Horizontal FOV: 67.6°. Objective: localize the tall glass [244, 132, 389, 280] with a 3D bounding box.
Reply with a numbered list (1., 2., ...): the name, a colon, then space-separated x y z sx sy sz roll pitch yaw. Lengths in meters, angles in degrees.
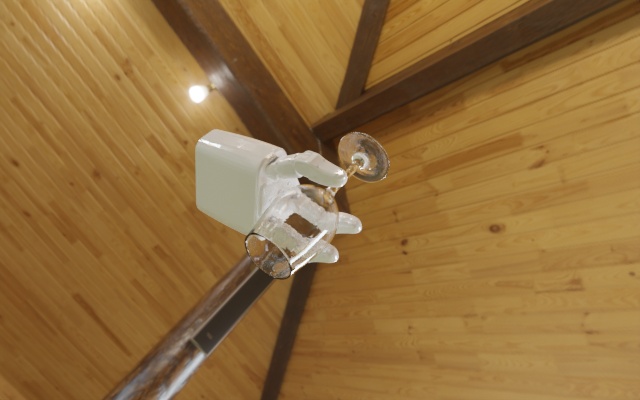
1. tall glass: 0.001 0.001 0.550 0.079 0.079 0.201 0 35 42
